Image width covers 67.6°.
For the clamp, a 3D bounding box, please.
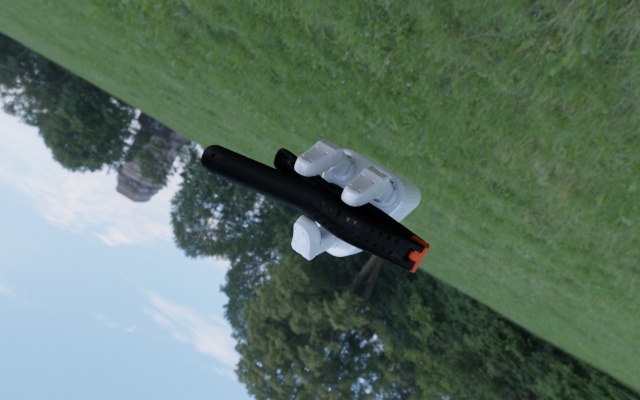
[{"bbox_3d":[0.000,0.002,0.449,0.210,0.036,0.164,33,15,21],"label":"clamp"}]
